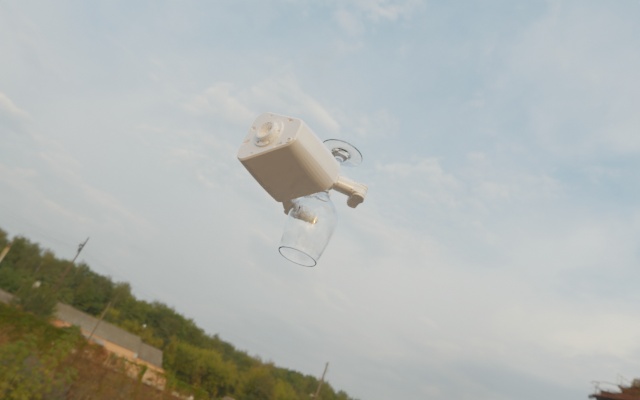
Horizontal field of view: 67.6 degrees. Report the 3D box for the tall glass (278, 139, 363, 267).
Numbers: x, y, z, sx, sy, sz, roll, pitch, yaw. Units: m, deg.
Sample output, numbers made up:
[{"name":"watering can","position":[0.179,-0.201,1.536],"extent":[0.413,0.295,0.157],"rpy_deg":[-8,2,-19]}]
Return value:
[{"name":"tall glass","position":[0.000,0.002,0.758],"extent":[0.079,0.201,0.079],"rpy_deg":[18,-26,9]}]
